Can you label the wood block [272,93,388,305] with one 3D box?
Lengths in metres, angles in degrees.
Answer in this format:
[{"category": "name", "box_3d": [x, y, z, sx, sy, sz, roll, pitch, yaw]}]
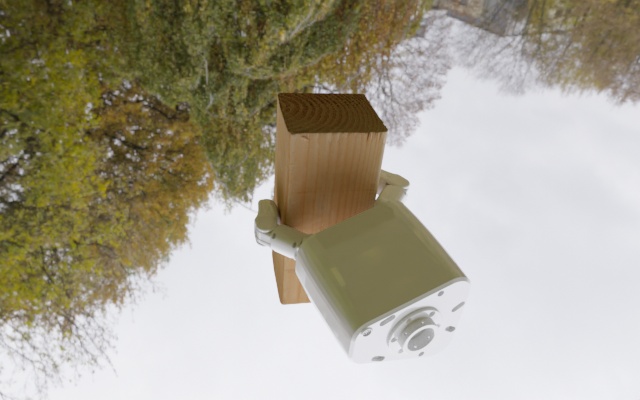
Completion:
[{"category": "wood block", "box_3d": [0.000, 0.002, 0.497, 0.091, 0.206, 0.090, -2, 35, -12]}]
